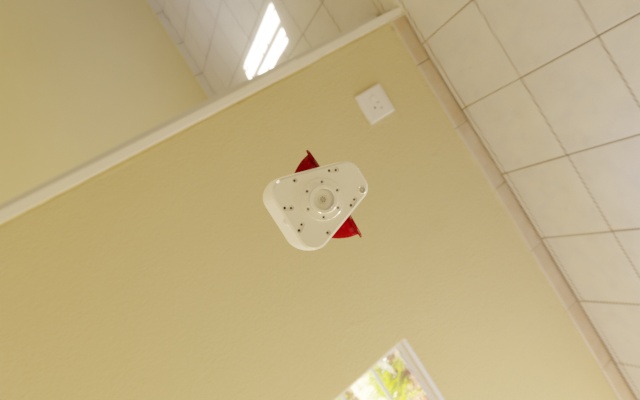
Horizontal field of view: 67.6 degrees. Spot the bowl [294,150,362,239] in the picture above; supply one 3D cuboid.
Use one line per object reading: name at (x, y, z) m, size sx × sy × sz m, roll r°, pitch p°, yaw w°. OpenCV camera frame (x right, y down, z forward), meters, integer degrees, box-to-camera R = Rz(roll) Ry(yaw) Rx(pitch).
bowl at (0.000, 0.003, 0.752) m, size 0.055 × 0.162 × 0.162 m, roll -32°, pitch 0°, yaw 1°
